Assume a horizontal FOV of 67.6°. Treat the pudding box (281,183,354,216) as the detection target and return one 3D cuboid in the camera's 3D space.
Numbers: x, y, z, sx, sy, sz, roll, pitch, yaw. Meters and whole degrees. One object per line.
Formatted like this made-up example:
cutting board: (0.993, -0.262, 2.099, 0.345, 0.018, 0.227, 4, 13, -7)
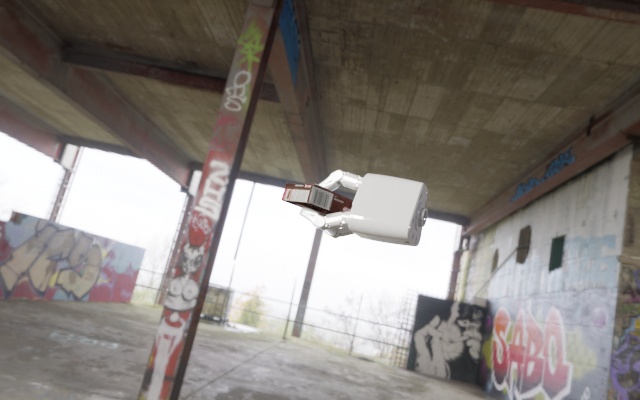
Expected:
pudding box: (0.000, 0.003, 0.866, 0.113, 0.039, 0.090, 24, -12, -35)
